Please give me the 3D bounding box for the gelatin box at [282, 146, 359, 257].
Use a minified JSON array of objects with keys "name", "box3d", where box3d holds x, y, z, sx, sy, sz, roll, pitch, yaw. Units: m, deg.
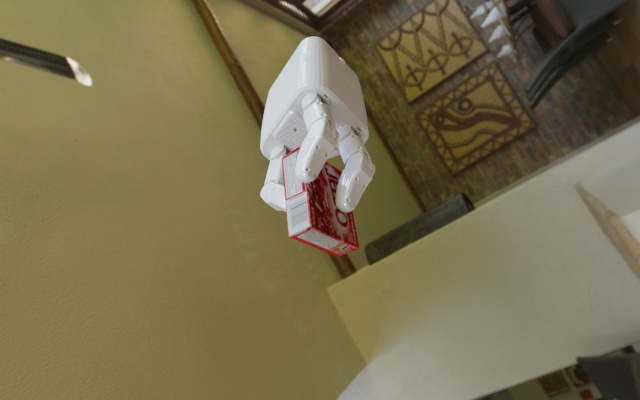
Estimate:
[{"name":"gelatin box","box3d":[0.000,0.002,0.457,0.030,0.089,0.073,-27,-35,30]}]
